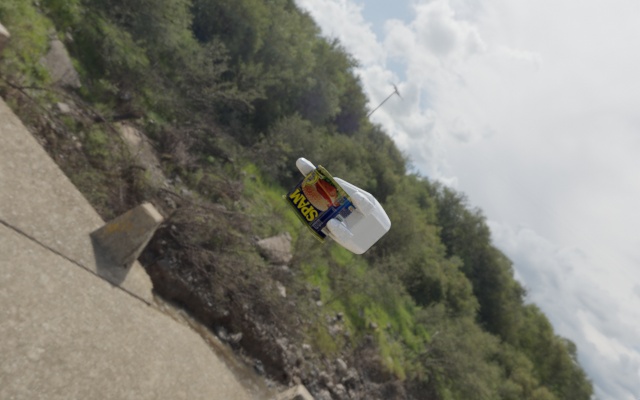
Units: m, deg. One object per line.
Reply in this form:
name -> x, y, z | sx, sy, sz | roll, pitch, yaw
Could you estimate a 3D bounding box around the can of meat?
can of meat -> 0.000, 0.002, 0.775 | 0.102, 0.084, 0.057 | 50, 4, 37
